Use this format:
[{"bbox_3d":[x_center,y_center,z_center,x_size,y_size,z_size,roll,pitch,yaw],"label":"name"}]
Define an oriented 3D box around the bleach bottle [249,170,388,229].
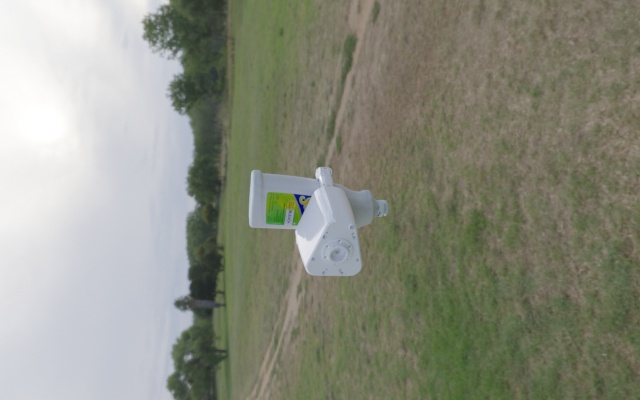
[{"bbox_3d":[0.000,0.003,0.861,0.251,0.103,0.068,2,29,-12],"label":"bleach bottle"}]
